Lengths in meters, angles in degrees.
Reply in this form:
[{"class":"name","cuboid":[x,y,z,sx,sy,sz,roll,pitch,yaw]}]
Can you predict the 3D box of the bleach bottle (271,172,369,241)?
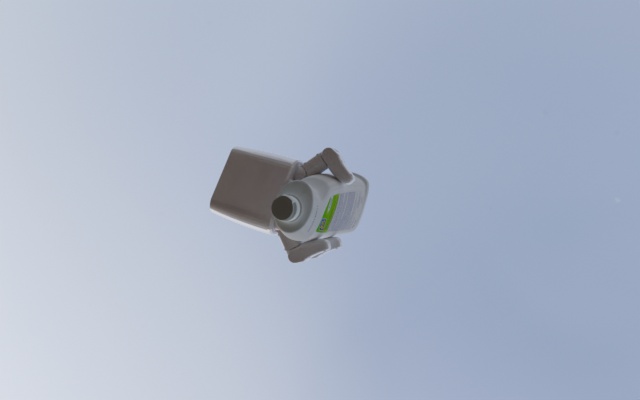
[{"class":"bleach bottle","cuboid":[0.000,0.002,0.664,0.068,0.102,0.251,16,5,19]}]
